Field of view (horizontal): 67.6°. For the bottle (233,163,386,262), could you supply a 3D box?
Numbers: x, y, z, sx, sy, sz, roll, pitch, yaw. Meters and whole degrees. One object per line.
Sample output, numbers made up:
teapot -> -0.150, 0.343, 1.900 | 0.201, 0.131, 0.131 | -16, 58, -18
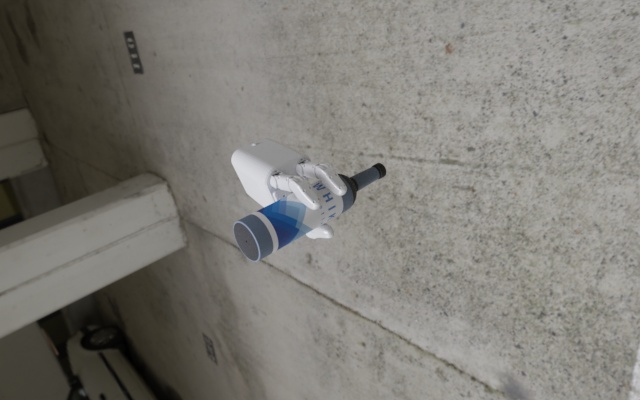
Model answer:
bottle -> 0.000, 0.003, 0.774 | 0.295, 0.069, 0.069 | -28, 16, -34
